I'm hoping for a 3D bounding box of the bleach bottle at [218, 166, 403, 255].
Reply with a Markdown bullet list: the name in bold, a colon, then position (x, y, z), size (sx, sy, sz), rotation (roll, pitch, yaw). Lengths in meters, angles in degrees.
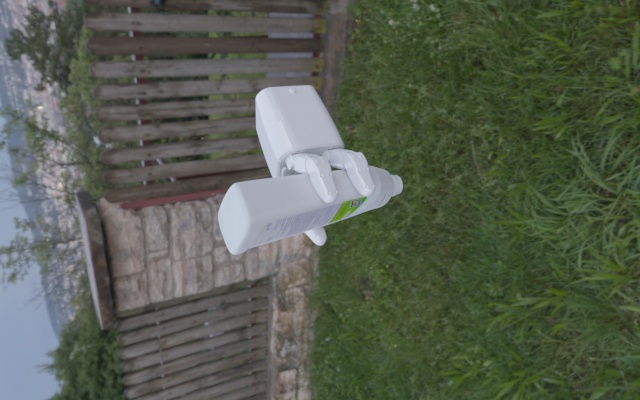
- **bleach bottle**: position (0.000, 0.002, 0.630), size (0.251, 0.068, 0.103), rotation (-11, -23, -31)
